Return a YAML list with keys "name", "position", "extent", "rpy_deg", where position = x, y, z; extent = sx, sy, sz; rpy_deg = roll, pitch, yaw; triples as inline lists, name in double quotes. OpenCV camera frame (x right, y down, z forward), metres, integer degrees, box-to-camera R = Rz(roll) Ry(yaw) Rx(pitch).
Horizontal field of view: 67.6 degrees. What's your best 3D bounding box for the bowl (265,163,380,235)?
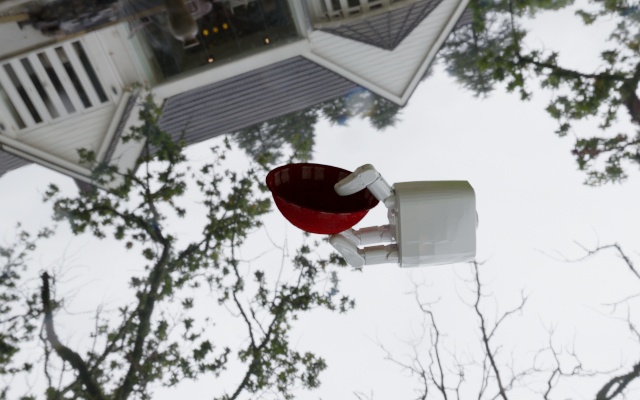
- name: "bowl"
  position: [-0.001, 0.002, 0.670]
  extent: [0.162, 0.055, 0.162]
  rpy_deg: [8, 26, -4]
